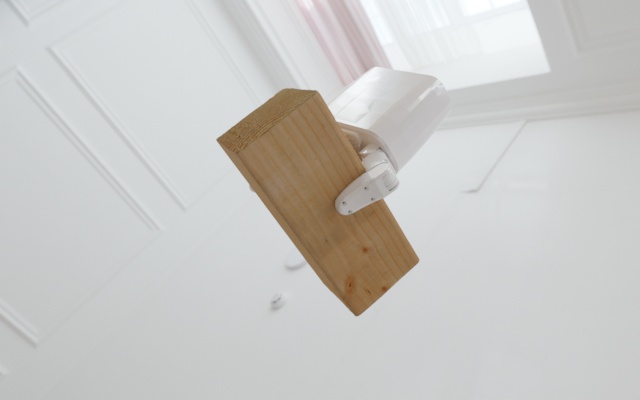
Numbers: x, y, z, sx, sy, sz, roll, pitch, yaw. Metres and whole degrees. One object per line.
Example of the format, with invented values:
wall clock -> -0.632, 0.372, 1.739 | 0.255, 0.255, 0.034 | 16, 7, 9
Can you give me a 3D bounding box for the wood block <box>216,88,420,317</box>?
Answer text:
wood block -> 0.001, 0.001, 0.474 | 0.090, 0.206, 0.090 | -39, 25, -10
